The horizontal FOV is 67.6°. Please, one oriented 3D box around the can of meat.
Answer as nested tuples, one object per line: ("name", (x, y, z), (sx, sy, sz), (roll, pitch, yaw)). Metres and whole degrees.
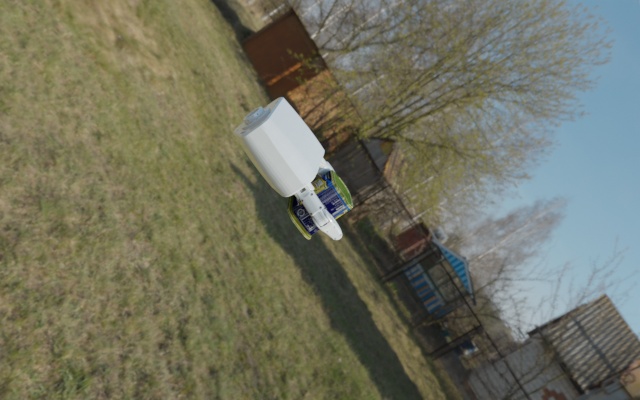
("can of meat", (0.000, 0.002, 0.735), (0.084, 0.057, 0.102), (-34, 16, 9))
